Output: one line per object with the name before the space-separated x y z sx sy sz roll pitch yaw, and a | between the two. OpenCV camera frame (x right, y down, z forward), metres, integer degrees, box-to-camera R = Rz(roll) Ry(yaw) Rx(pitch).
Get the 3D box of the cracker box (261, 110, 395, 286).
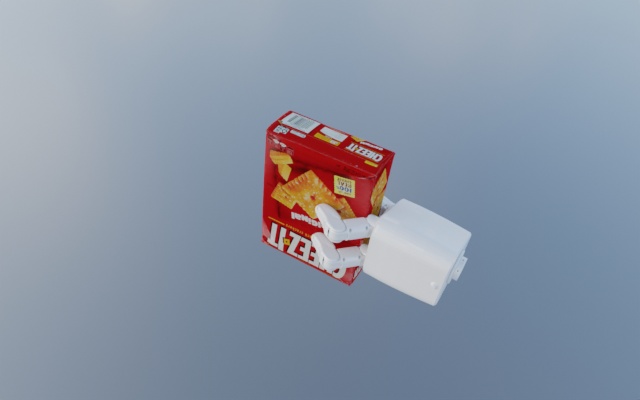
cracker box | 0.000 0.002 0.679 0.164 0.214 0.072 25 43 18
